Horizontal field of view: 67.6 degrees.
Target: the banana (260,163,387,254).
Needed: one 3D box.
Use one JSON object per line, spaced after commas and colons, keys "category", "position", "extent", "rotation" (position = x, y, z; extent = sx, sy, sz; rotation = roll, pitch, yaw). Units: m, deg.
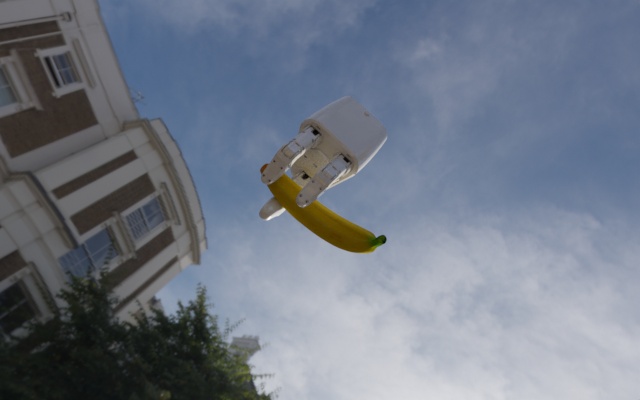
{"category": "banana", "position": [0.002, 0.017, 0.614], "extent": [0.197, 0.070, 0.037], "rotation": [30, 50, 24]}
